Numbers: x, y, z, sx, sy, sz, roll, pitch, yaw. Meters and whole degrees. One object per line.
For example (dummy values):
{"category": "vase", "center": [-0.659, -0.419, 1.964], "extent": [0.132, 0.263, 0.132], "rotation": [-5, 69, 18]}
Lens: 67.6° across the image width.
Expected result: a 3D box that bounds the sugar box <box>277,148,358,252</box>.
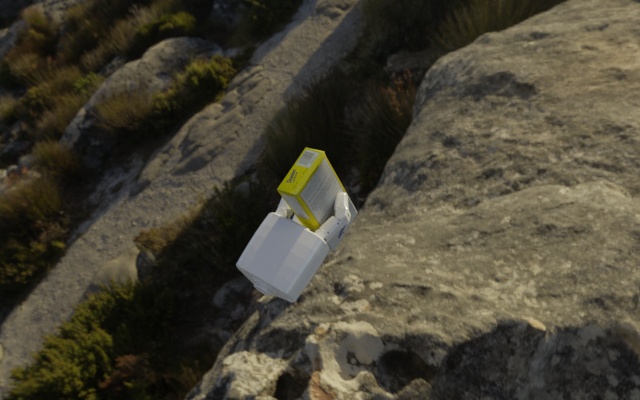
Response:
{"category": "sugar box", "center": [0.000, 0.003, 0.814], "extent": [0.048, 0.093, 0.176], "rotation": [19, -26, 33]}
